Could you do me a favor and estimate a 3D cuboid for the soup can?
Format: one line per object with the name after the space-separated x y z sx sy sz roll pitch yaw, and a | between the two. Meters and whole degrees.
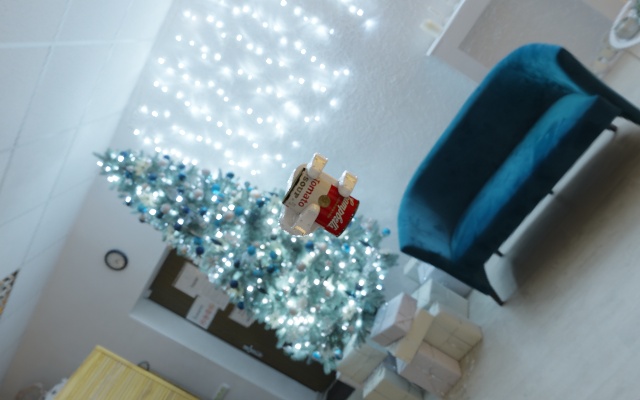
0.000 0.002 0.735 0.102 0.068 0.068 32 -4 -7 | soup can
